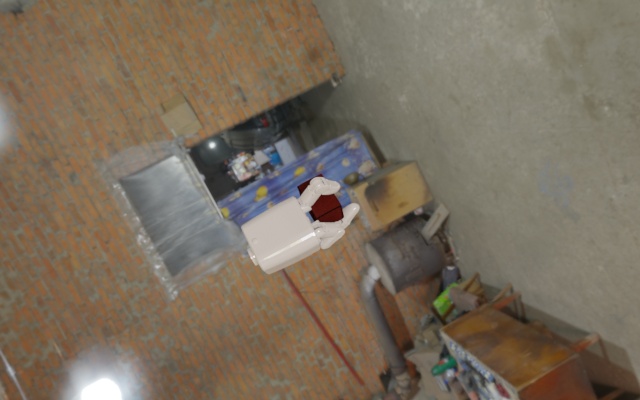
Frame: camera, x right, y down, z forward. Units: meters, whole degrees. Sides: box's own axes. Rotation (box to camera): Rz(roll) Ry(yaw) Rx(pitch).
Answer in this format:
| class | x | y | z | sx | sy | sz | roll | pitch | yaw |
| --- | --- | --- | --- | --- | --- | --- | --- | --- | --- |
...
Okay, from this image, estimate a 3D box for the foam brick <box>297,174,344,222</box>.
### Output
| class | x | y | z | sx | sy | sz | roll | pitch | yaw |
| --- | --- | --- | --- | --- | --- | --- | --- | --- | --- |
| foam brick | 0.000 | 0.003 | 0.850 | 0.051 | 0.078 | 0.053 | -28 | -29 | -6 |
